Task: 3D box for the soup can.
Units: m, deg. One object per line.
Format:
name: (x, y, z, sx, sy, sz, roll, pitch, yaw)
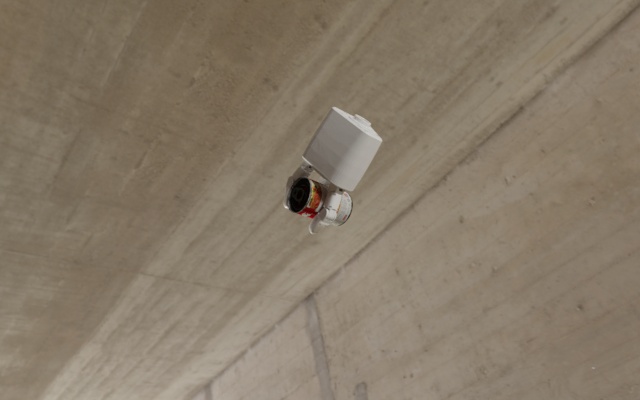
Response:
soup can: (0.000, 0.003, 0.871, 0.102, 0.068, 0.068, 19, -12, -36)
